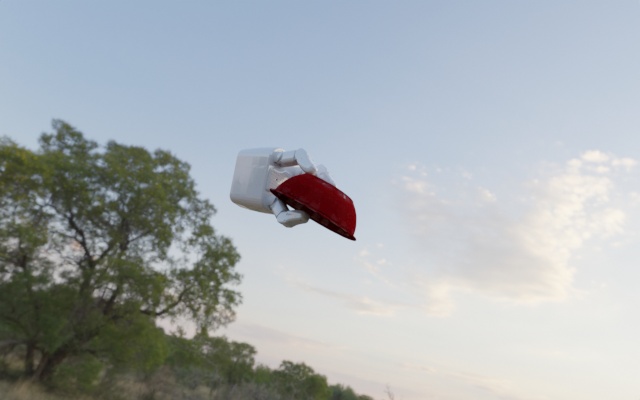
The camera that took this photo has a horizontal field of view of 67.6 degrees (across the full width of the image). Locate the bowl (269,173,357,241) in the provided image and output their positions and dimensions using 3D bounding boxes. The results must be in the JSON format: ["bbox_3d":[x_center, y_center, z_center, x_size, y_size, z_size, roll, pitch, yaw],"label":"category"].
[{"bbox_3d":[0.001,0.003,0.771,0.162,0.055,0.162,31,-7,4],"label":"bowl"}]
